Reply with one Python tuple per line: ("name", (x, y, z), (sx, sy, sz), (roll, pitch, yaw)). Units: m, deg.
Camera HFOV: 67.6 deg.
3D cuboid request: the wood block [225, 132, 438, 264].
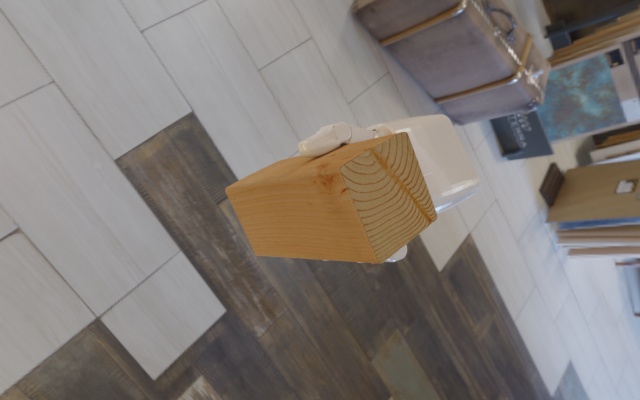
("wood block", (0.000, 0.001, 0.489), (0.090, 0.091, 0.206), (-31, 15, -35))
